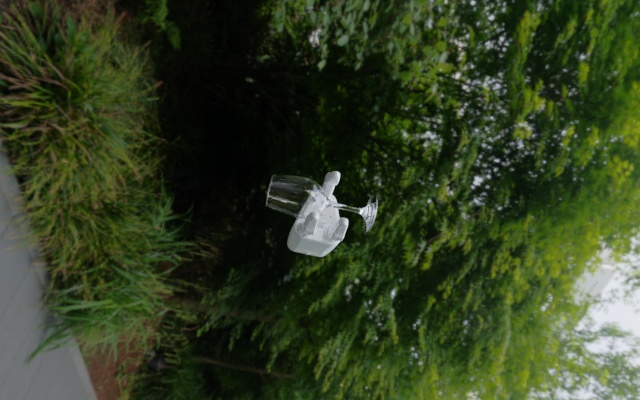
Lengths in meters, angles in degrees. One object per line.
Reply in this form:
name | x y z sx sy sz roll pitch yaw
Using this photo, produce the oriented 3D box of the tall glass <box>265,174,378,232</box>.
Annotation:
tall glass | 0.001 0.003 0.898 0.201 0.079 0.079 13 -2 -9
